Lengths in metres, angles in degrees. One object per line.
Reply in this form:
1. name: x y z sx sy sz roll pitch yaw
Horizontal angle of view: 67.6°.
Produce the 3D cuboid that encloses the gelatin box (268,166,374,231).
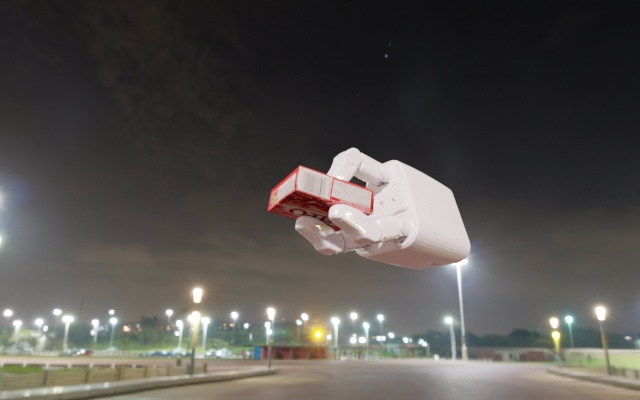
1. gelatin box: 0.000 0.001 0.500 0.089 0.030 0.073 18 -25 -22
